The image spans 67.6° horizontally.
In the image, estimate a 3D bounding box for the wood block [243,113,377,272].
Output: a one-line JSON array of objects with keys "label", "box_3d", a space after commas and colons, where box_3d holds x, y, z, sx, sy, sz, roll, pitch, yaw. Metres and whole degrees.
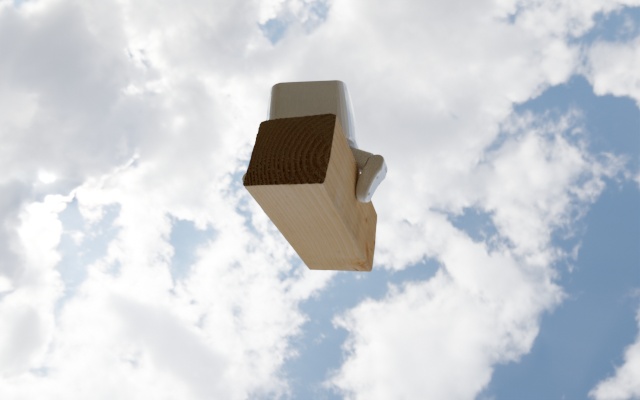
[{"label": "wood block", "box_3d": [0.000, 0.002, 0.568, 0.091, 0.090, 0.206, -2, -32, 20]}]
